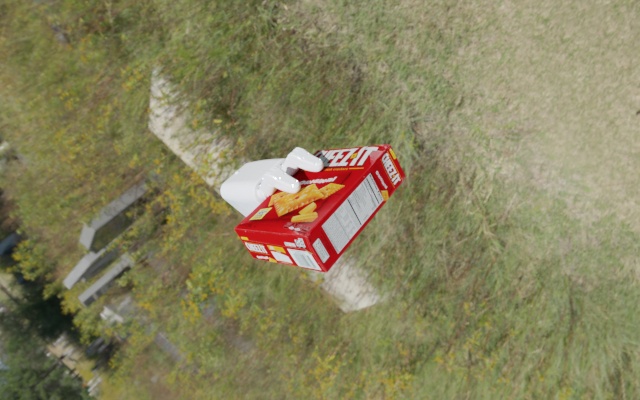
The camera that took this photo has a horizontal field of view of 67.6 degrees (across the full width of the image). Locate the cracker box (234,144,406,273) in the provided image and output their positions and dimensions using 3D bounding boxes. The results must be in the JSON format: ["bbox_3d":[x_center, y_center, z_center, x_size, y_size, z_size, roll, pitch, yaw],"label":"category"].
[{"bbox_3d":[0.000,0.003,0.716,0.164,0.072,0.213,2,40,47],"label":"cracker box"}]
